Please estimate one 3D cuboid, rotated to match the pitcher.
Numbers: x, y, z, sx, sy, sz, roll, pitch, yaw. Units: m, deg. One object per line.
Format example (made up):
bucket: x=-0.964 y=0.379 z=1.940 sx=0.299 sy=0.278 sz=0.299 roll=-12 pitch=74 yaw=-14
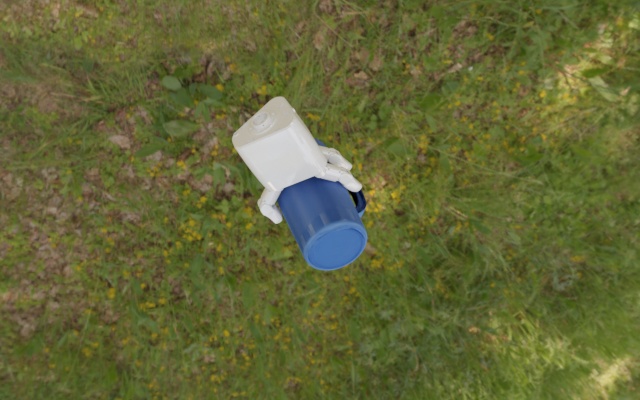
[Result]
pitcher: x=0.000 y=0.003 z=0.842 sx=0.149 sy=0.242 sz=0.145 roll=-31 pitch=-46 yaw=4
